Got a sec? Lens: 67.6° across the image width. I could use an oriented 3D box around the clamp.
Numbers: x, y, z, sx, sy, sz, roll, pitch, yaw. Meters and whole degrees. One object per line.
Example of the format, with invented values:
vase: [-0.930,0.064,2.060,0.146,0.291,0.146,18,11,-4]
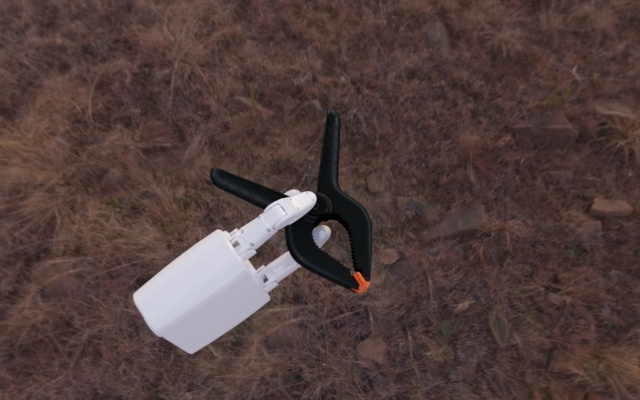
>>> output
clamp: [0.000,0.002,0.525,0.164,0.210,0.036,-36,-15,-11]
